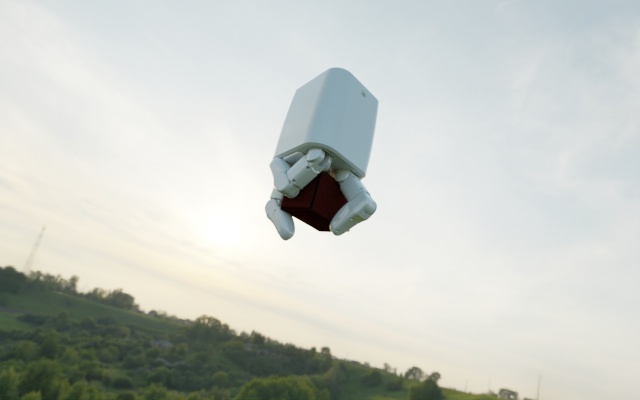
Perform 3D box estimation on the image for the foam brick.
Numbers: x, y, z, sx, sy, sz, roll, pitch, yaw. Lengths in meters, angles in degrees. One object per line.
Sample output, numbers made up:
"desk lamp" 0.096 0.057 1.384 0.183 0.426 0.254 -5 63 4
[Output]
"foam brick" 0.000 0.002 0.582 0.053 0.051 0.078 -1 -24 41
